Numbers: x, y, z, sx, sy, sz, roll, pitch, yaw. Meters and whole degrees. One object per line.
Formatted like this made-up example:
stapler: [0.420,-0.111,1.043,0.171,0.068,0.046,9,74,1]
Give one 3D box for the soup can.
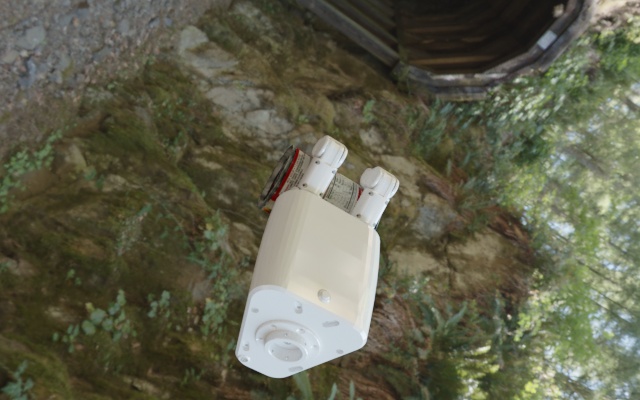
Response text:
soup can: [0.000,0.001,0.457,0.102,0.068,0.068,30,-7,-13]
